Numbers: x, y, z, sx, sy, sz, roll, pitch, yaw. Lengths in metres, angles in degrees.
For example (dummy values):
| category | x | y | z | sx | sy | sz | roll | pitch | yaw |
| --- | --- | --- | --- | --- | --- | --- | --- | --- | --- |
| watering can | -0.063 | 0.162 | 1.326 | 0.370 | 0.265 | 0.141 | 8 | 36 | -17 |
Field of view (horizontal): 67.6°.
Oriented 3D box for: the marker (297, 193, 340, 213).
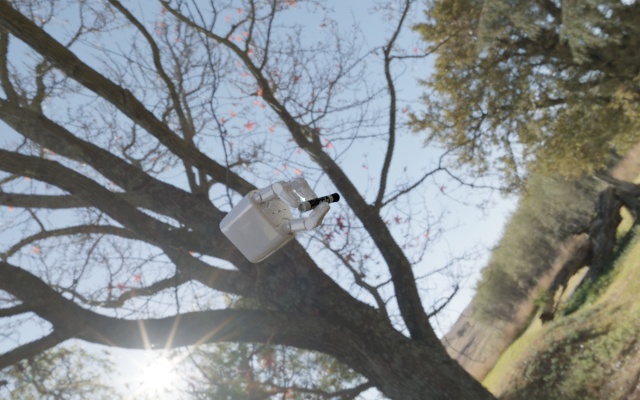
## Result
| category | x | y | z | sx | sy | sz | roll | pitch | yaw |
| --- | --- | --- | --- | --- | --- | --- | --- | --- | --- |
| marker | 0.000 | 0.003 | 0.859 | 0.020 | 0.020 | 0.121 | 0 | 9 | 33 |
